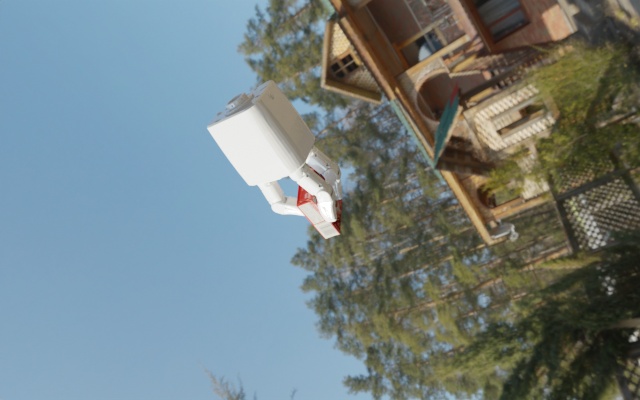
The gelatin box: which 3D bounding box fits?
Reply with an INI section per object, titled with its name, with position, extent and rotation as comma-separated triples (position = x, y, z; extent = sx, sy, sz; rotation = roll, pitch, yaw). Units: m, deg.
[gelatin box]
position = 0.000, 0.003, 0.726
extent = 0.030, 0.073, 0.089
rotation = -19, -48, 24
